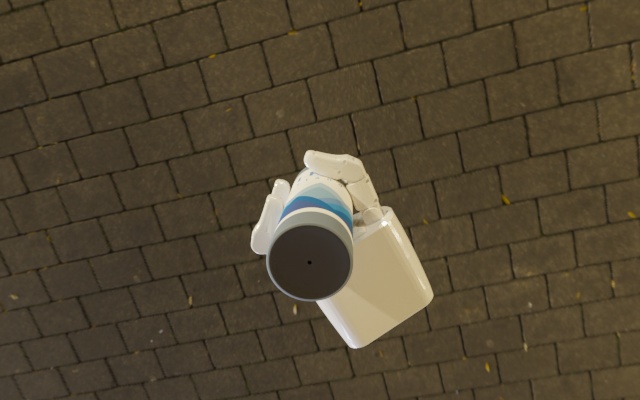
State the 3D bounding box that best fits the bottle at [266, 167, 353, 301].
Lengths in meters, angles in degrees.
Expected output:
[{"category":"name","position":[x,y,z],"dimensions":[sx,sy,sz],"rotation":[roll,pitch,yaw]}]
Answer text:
[{"category":"bottle","position":[0.000,0.002,0.500],"dimensions":[0.069,0.069,0.295],"rotation":[0,18,3]}]
